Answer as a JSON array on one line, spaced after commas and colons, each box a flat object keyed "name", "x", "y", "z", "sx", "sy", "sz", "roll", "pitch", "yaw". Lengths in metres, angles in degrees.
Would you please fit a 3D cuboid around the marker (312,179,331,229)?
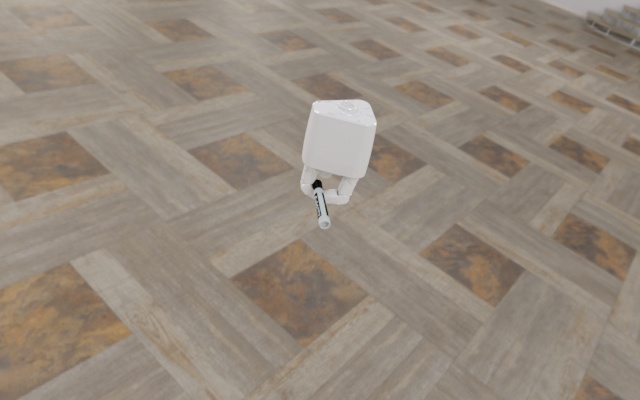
[{"name": "marker", "x": 0.000, "y": 0.003, "z": 0.830, "sx": 0.020, "sy": 0.020, "sz": 0.121, "roll": 0, "pitch": 39, "yaw": -9}]
